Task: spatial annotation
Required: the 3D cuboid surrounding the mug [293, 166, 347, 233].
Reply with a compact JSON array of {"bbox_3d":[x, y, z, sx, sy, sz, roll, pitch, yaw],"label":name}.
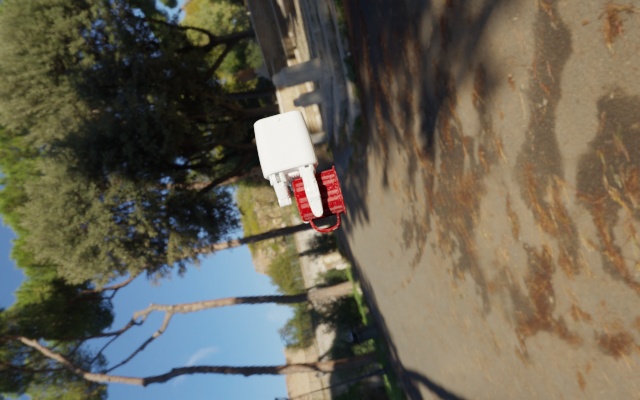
[{"bbox_3d":[0.000,0.004,0.871,0.081,0.117,0.093,-15,-15,1],"label":"mug"}]
